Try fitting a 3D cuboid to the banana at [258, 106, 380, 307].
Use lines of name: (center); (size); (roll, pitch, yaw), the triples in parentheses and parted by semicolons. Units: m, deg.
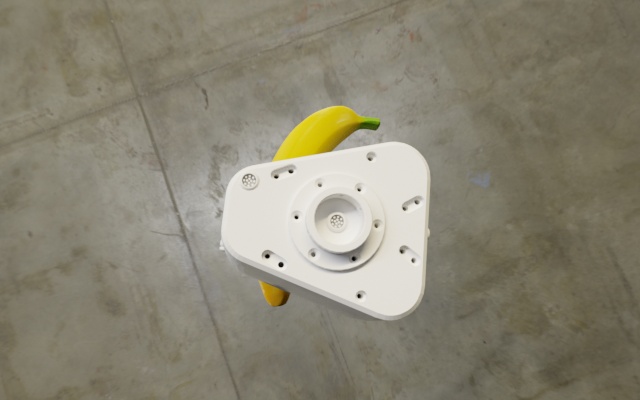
banana: (-0.014, -0.011, 0.407); (0.069, 0.197, 0.037); (31, -17, -6)
